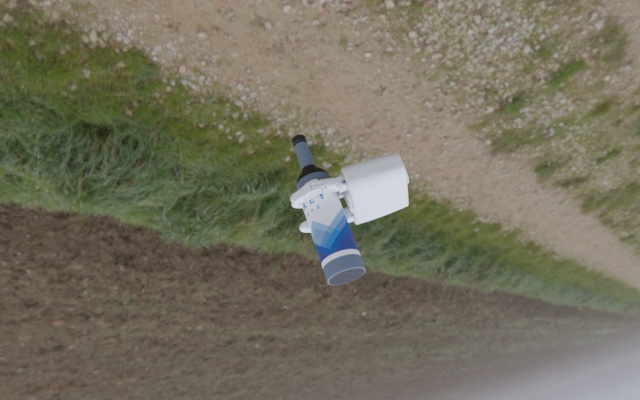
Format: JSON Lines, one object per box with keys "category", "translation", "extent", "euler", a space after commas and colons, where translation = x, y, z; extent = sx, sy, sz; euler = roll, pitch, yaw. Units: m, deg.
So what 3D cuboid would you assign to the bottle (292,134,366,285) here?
{"category": "bottle", "translation": [0.000, 0.003, 0.852], "extent": [0.069, 0.295, 0.069], "euler": [-15, -29, -8]}
